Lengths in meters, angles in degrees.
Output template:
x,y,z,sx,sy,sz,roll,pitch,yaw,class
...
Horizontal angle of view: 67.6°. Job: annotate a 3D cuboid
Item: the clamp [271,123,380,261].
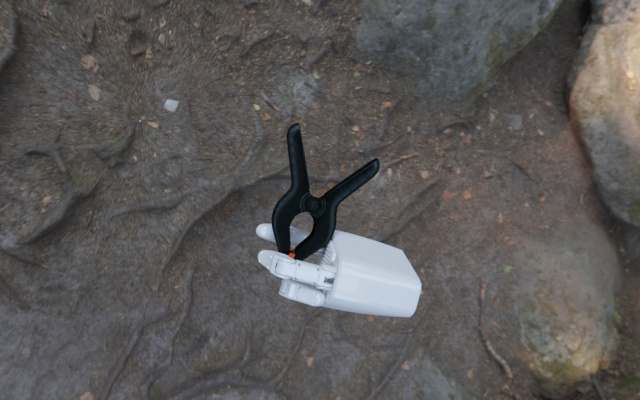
x,y,z,sx,sy,sz,roll,pitch,yaw,class
0.000,0.002,0.582,0.120,0.171,0.039,14,4,-3,clamp
